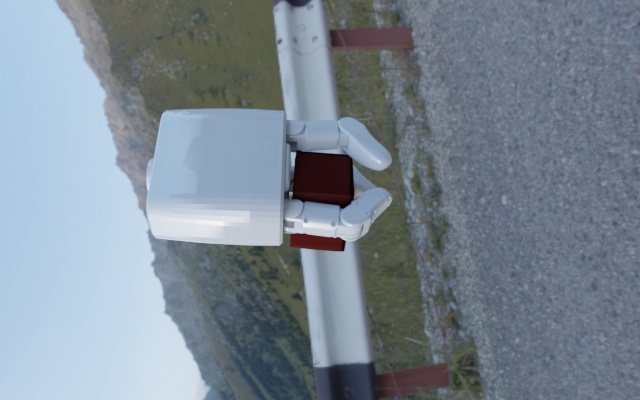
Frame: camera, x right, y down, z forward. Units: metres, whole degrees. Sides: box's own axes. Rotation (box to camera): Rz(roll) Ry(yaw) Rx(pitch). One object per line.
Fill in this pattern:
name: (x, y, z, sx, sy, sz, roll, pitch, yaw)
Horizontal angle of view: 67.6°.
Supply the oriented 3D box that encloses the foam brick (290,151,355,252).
foam brick: (0.000, 0.002, 0.432, 0.051, 0.053, 0.078, 3, -44, -3)
